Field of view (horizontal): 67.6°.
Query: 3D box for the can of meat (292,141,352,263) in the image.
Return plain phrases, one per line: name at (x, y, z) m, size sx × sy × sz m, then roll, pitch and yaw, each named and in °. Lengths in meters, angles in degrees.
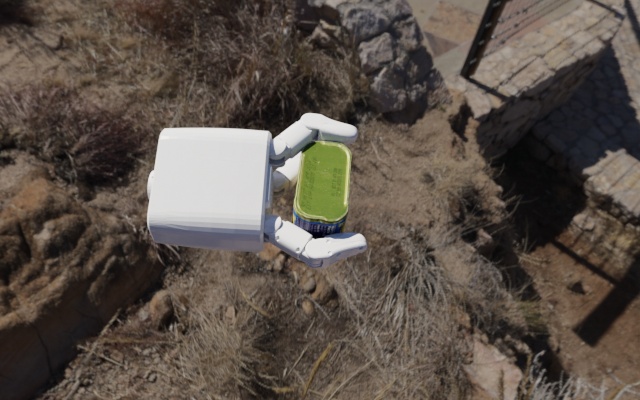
can of meat at (0.000, 0.002, 0.491) m, size 0.057 × 0.102 × 0.084 m, roll 6°, pitch -35°, yaw -1°
